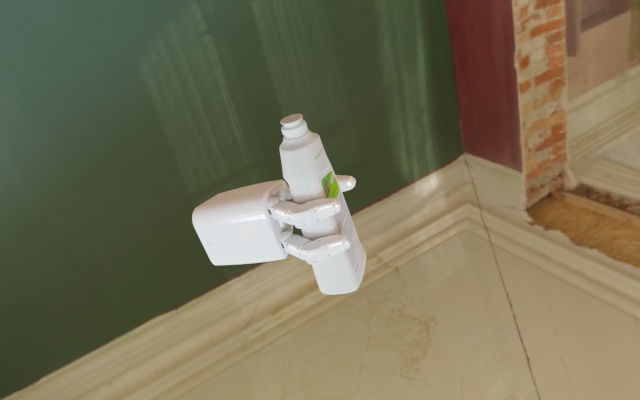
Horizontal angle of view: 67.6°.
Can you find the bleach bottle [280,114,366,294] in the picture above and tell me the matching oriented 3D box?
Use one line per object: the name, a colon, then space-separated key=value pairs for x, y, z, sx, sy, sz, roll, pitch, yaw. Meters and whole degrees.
bleach bottle: x=0.000 y=0.002 z=0.640 sx=0.068 sy=0.251 sz=0.102 roll=-9 pitch=30 yaw=16
